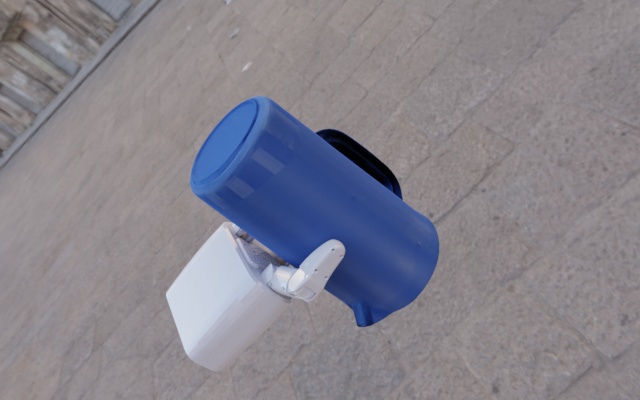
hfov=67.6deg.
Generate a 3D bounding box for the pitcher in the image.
[{"bbox_3d":[0.000,0.002,0.483,0.243,0.145,0.149,38,9,-31],"label":"pitcher"}]
